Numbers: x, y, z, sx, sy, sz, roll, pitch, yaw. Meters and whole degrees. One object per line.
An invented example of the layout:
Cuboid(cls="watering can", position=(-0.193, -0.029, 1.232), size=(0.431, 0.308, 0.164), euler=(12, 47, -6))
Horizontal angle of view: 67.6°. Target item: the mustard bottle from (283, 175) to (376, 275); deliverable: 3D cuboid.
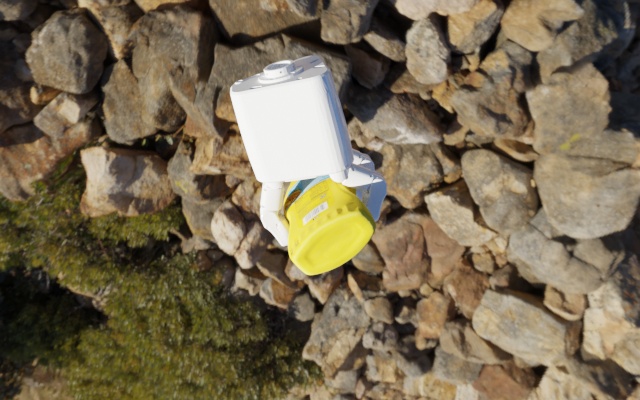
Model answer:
Cuboid(cls="mustard bottle", position=(0.000, 0.002, 0.577), size=(0.096, 0.058, 0.191), euler=(-37, 28, 11))
